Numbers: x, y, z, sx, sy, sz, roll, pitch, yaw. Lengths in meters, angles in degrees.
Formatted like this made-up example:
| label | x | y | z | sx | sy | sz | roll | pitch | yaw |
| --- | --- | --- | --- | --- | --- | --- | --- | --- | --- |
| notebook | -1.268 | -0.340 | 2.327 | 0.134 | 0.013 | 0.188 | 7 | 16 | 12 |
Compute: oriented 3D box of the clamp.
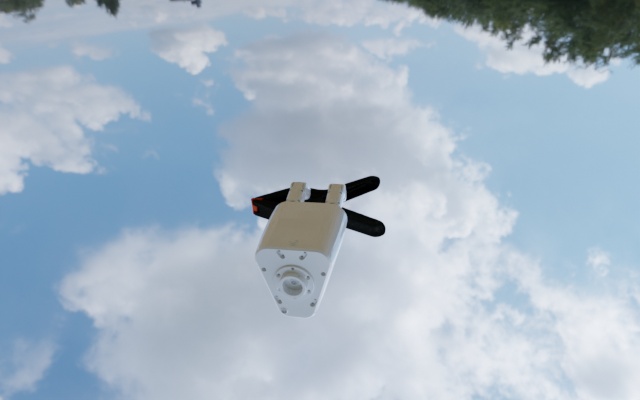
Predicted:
| label | x | y | z | sx | sy | sz | roll | pitch | yaw |
| --- | --- | --- | --- | --- | --- | --- | --- | --- | --- |
| clamp | 0.000 | 0.003 | 0.742 | 0.210 | 0.036 | 0.164 | 2 | 28 | 11 |
